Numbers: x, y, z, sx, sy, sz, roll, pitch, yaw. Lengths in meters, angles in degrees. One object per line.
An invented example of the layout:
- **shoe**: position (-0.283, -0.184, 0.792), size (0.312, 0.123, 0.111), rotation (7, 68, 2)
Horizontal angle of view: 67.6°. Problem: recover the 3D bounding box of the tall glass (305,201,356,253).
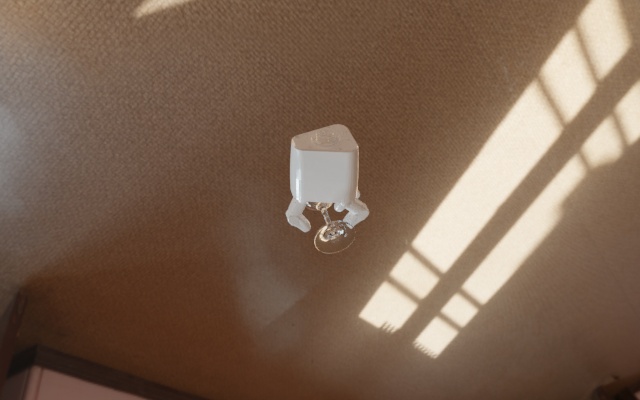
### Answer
- **tall glass**: position (0.000, 0.003, 0.893), size (0.079, 0.079, 0.201), rotation (0, 37, -18)
